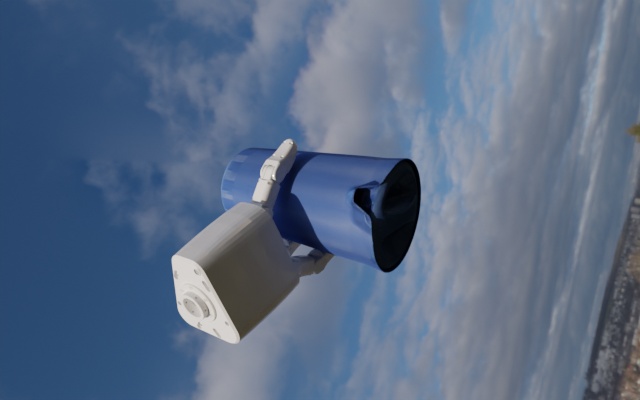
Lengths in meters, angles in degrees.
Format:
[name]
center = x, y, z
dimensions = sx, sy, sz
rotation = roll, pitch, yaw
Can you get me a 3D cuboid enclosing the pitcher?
[pitcher]
center = 0.000, 0.002, 0.616
dimensions = 0.243, 0.149, 0.145
rotation = 12, 38, 32
